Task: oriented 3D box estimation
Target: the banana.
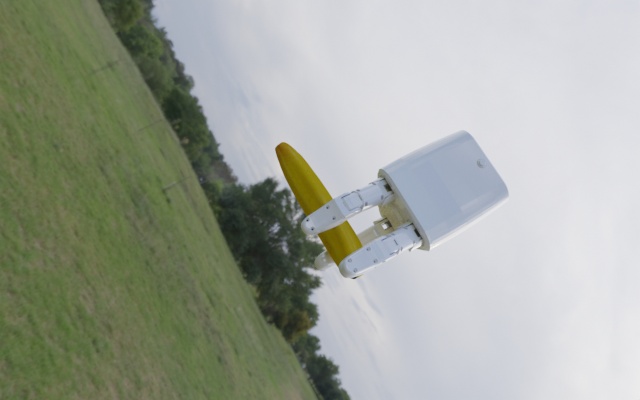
[{"bbox_3d":[0.005,0.014,0.527,0.037,0.197,0.070,-28,-35,-7],"label":"banana"}]
